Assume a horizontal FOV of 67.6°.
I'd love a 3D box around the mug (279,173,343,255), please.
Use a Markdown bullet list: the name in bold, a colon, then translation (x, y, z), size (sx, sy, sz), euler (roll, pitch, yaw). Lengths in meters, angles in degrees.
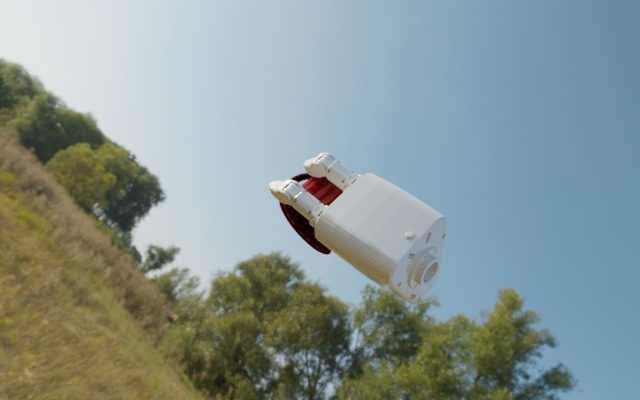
- **mug**: translation (-0.001, 0.001, 0.614), size (0.081, 0.093, 0.117), euler (-41, 52, -20)
